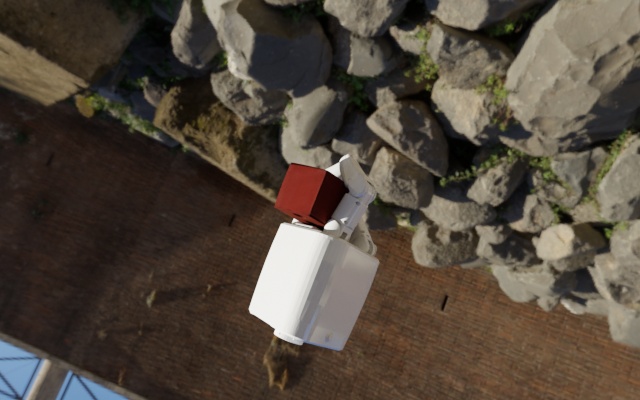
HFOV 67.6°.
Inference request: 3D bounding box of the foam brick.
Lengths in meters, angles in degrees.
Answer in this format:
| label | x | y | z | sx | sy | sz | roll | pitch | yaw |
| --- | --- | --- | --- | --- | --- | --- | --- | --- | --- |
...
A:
| label | x | y | z | sx | sy | sz | roll | pitch | yaw |
| --- | --- | --- | --- | --- | --- | --- | --- | --- | --- |
| foam brick | 0.000 | 0.001 | 0.507 | 0.053 | 0.051 | 0.078 | 14 | -12 | 41 |
